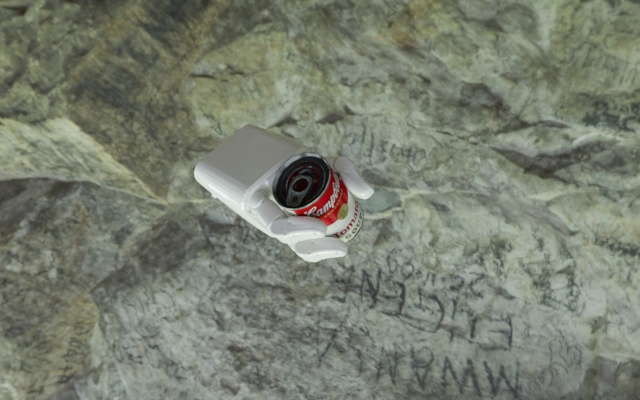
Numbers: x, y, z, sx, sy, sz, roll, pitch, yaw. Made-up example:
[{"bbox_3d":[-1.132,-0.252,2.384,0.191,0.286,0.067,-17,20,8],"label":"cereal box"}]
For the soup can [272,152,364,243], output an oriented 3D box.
[{"bbox_3d":[0.001,0.002,0.533,0.068,0.068,0.102,0,-27,28],"label":"soup can"}]
